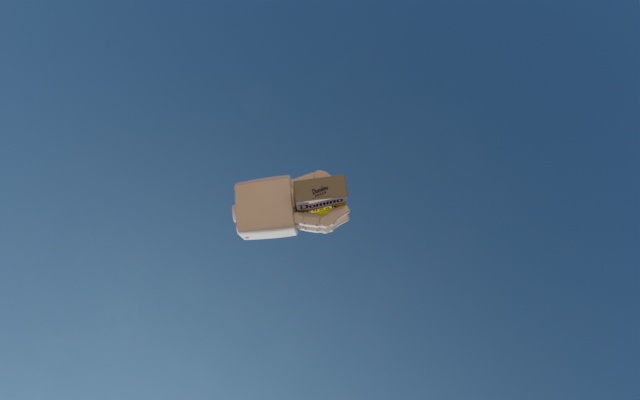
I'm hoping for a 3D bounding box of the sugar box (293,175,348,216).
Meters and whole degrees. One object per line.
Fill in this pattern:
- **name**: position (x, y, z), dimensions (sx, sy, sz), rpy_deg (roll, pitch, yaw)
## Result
- **sugar box**: position (0.000, 0.004, 0.898), dimensions (0.093, 0.048, 0.176), rpy_deg (-8, -13, -1)
